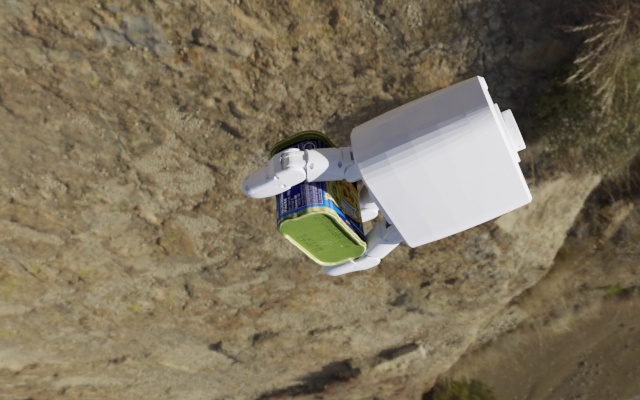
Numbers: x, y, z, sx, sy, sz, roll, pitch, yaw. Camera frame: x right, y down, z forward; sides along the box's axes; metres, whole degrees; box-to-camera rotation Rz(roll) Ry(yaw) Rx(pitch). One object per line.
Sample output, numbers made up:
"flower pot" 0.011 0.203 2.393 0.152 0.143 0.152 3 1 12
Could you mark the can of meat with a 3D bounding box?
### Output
"can of meat" 0.000 0.002 0.432 0.057 0.084 0.102 -21 -37 20
